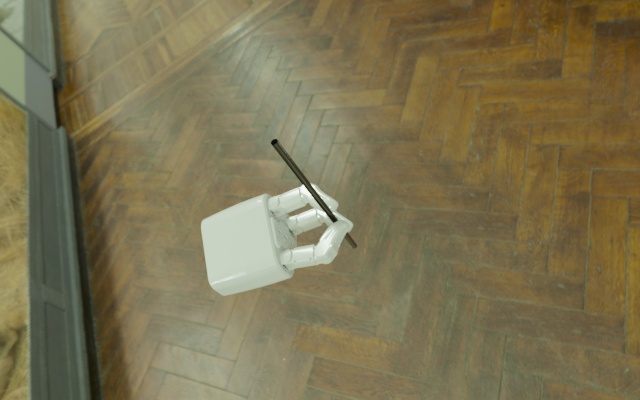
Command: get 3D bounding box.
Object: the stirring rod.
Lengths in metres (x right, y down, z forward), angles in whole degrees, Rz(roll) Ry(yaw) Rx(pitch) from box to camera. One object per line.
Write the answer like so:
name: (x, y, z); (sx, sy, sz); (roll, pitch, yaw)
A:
stirring rod: (0.000, 0.002, 0.585); (0.011, 0.011, 0.240); (0, -31, 28)
